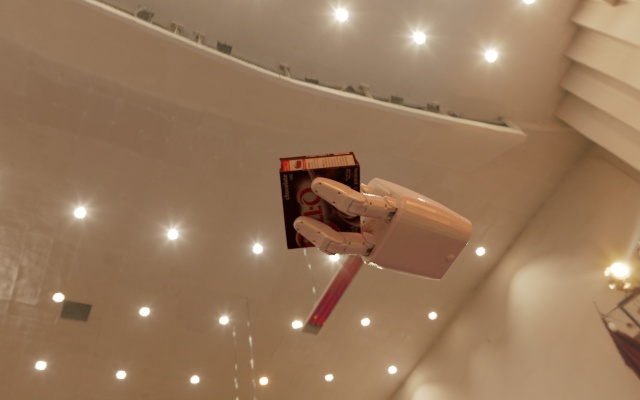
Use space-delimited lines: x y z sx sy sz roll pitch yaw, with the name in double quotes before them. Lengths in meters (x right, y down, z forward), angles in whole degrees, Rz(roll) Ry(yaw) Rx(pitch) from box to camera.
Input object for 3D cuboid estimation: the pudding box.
"pudding box" 0.000 0.002 0.561 0.090 0.114 0.039 -6 32 -4
